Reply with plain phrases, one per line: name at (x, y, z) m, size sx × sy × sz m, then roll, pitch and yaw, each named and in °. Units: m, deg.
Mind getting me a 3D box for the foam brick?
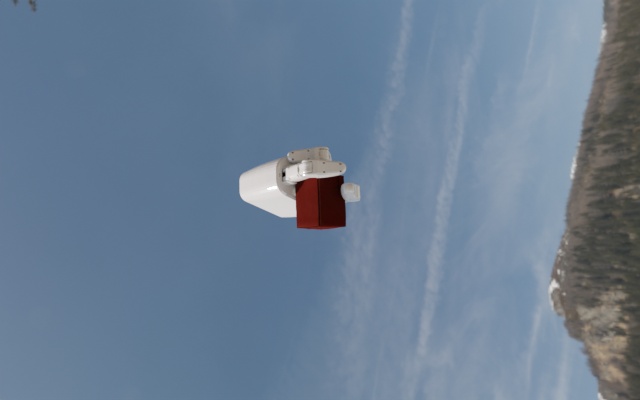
foam brick at (0.000, 0.003, 0.688) m, size 0.053 × 0.078 × 0.051 m, roll 6°, pitch -12°, yaw -42°
